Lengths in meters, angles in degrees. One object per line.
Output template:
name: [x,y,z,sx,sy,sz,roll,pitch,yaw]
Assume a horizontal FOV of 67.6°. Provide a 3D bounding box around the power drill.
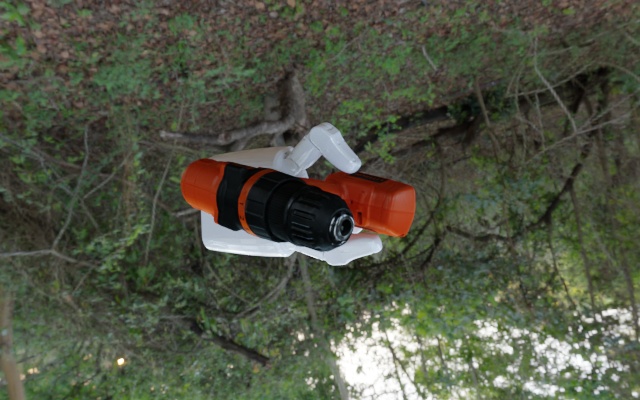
power drill: [0.000,0.001,0.414,0.187,0.057,0.184,5,10,-46]
